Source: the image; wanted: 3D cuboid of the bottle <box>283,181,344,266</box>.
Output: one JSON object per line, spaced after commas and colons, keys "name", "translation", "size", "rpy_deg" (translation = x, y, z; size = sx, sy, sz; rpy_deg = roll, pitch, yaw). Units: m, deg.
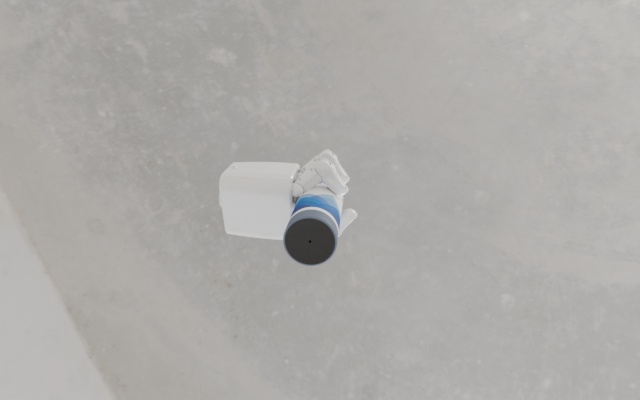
{"name": "bottle", "translation": [0.000, 0.002, 0.717], "size": [0.069, 0.069, 0.295], "rpy_deg": [0, 19, 5]}
